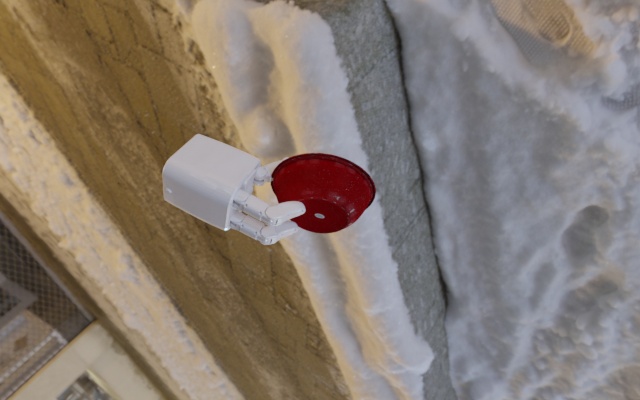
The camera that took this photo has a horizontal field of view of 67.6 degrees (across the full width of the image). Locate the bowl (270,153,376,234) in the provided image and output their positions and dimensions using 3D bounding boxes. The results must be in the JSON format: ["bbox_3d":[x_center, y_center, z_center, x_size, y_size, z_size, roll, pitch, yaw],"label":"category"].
[{"bbox_3d":[0.001,0.003,0.712,0.162,0.055,0.162,6,-36,4],"label":"bowl"}]
